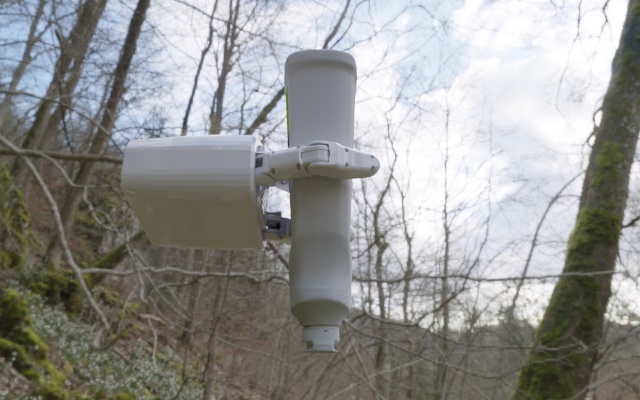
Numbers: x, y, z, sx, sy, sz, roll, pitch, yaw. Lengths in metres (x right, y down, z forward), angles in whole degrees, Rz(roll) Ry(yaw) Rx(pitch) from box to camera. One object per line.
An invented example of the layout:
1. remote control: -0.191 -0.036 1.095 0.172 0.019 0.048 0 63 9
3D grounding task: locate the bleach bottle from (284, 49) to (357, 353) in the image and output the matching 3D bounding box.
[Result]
1. bleach bottle: 0.000 0.001 0.418 0.068 0.250 0.103 0 -20 0
